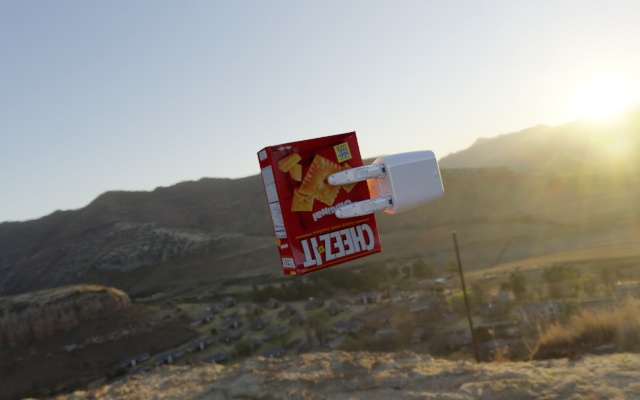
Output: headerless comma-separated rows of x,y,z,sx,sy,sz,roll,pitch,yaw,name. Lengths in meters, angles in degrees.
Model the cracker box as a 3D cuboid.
0.000,0.002,0.802,0.164,0.213,0.072,-13,1,-24,cracker box
